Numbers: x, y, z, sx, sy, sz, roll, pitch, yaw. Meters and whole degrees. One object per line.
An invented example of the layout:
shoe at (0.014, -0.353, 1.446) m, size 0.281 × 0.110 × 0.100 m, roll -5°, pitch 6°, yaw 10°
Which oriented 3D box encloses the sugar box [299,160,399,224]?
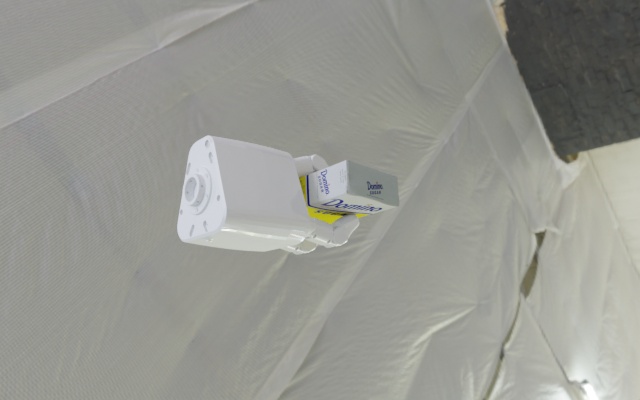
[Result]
sugar box at (0.000, 0.002, 0.595) m, size 0.093 × 0.048 × 0.176 m, roll 13°, pitch -20°, yaw -42°
